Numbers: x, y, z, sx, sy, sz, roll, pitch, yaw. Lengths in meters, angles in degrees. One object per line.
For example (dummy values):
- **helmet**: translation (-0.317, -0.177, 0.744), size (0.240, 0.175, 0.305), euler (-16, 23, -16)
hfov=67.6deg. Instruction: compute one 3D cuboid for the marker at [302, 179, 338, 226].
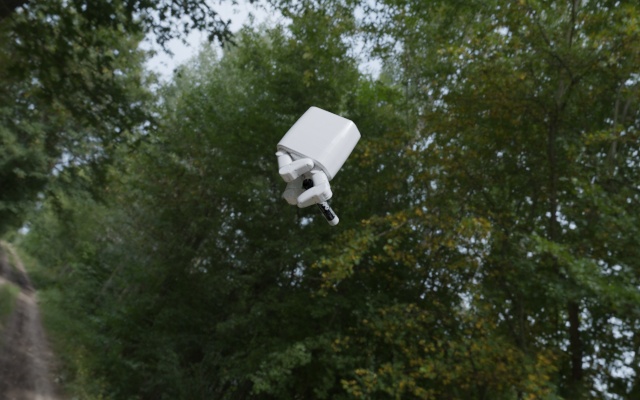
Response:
- **marker**: translation (0.000, 0.003, 0.842), size (0.020, 0.020, 0.121), euler (0, -37, 31)
